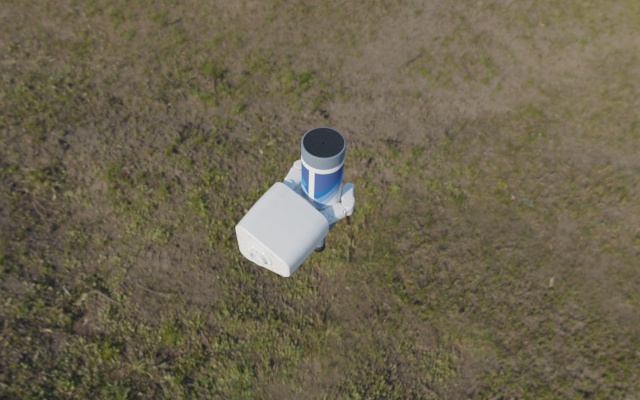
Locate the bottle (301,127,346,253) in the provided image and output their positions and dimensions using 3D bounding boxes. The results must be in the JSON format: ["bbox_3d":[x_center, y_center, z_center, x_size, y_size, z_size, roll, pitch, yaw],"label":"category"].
[{"bbox_3d":[0.000,0.002,0.824,0.069,0.069,0.296,0,-37,-2],"label":"bottle"}]
